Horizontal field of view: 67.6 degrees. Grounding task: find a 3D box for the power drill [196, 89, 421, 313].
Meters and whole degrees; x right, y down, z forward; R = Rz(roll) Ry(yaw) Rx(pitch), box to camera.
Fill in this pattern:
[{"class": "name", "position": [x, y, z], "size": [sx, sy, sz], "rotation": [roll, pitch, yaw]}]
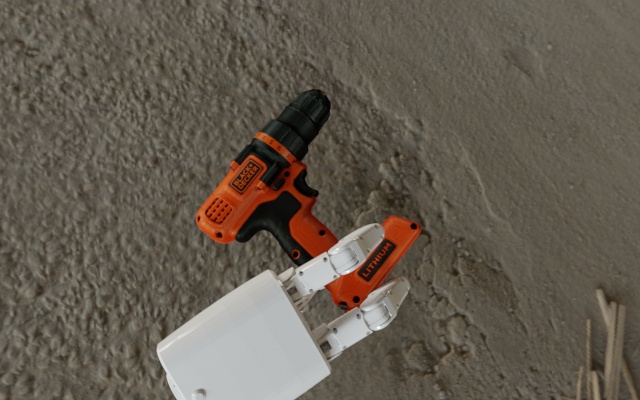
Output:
[{"class": "power drill", "position": [0.000, 0.002, 0.464], "size": [0.187, 0.184, 0.057], "rotation": [36, -7, 14]}]
